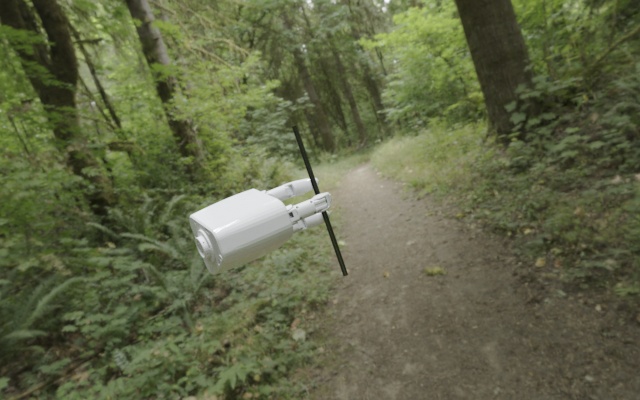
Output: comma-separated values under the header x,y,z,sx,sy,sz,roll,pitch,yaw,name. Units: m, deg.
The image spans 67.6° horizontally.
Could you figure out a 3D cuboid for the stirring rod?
x,y,z,sx,sy,sz,roll,pitch,yaw,name
0.000,0.002,0.723,0.011,0.239,0.011,-19,7,2,stirring rod
